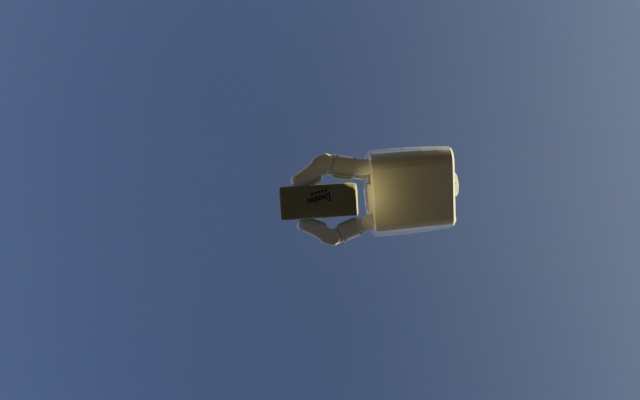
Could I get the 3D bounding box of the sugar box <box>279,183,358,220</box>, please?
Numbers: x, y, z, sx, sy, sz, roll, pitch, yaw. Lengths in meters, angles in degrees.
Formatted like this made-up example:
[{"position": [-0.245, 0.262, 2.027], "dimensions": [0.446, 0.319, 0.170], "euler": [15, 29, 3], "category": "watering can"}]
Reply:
[{"position": [0.000, 0.002, 0.642], "dimensions": [0.093, 0.048, 0.176], "euler": [-4, -3, 1], "category": "sugar box"}]
